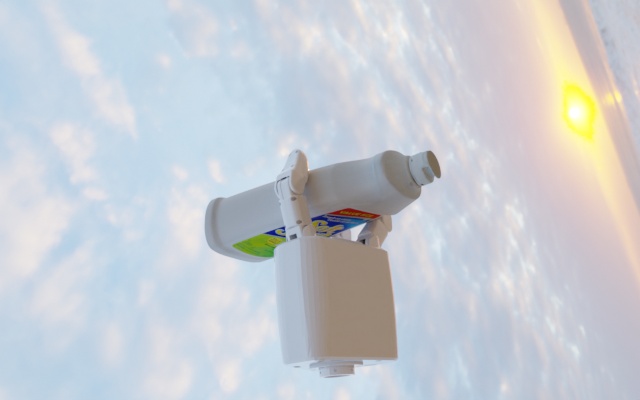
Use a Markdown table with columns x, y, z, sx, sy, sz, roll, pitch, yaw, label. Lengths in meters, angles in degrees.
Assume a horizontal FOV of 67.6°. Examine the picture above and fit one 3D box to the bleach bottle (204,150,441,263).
| x | y | z | sx | sy | sz | roll | pitch | yaw | label |
| --- | --- | --- | --- | --- | --- | --- | --- | --- | --- |
| 0.000 | 0.002 | 0.500 | 0.251 | 0.068 | 0.102 | -21 | -29 | 31 | bleach bottle |
